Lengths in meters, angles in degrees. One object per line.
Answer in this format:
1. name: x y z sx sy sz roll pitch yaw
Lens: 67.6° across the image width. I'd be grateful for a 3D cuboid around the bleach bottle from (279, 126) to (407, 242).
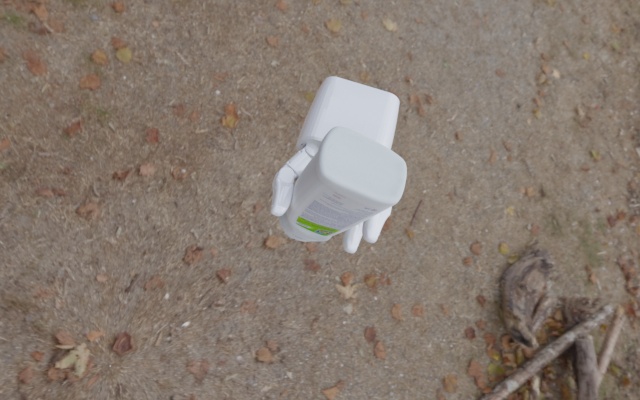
1. bleach bottle: 0.000 0.002 0.591 0.102 0.068 0.251 24 -25 -15
